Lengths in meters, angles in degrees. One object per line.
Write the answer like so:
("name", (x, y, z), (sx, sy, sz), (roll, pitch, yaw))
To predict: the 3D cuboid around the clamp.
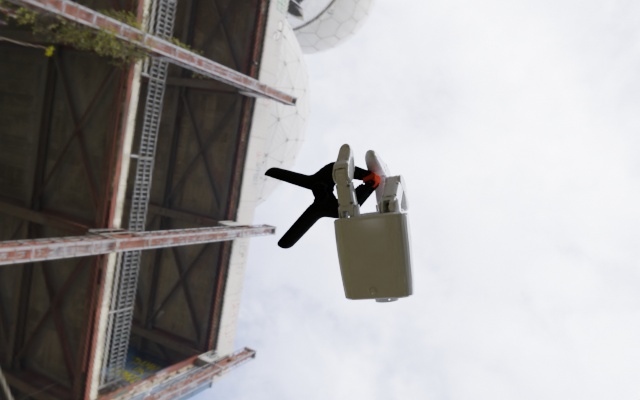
("clamp", (0.000, 0.002, 0.664), (0.171, 0.120, 0.039), (-8, -4, 25))
